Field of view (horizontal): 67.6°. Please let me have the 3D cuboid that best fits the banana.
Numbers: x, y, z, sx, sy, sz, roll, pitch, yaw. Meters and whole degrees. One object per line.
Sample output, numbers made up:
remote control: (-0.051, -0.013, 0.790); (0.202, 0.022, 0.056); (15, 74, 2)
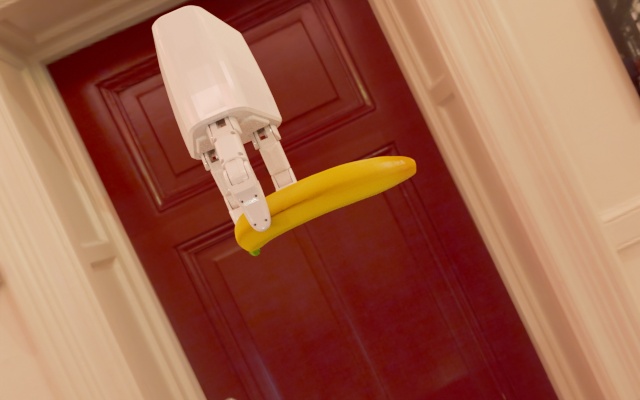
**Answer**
banana: (-0.012, 0.003, 0.432); (0.198, 0.037, 0.069); (-26, -12, 26)
